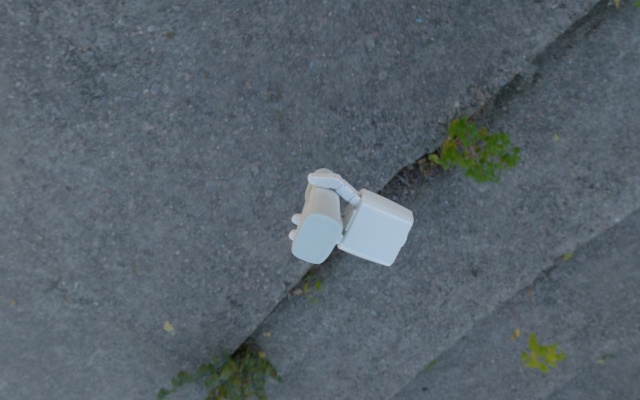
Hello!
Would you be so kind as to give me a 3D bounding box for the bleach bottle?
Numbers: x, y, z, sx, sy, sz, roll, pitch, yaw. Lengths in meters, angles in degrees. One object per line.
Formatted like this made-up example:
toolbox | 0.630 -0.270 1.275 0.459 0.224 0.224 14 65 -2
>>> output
bleach bottle | 0.000 0.003 0.882 0.068 0.103 0.250 22 30 -9
